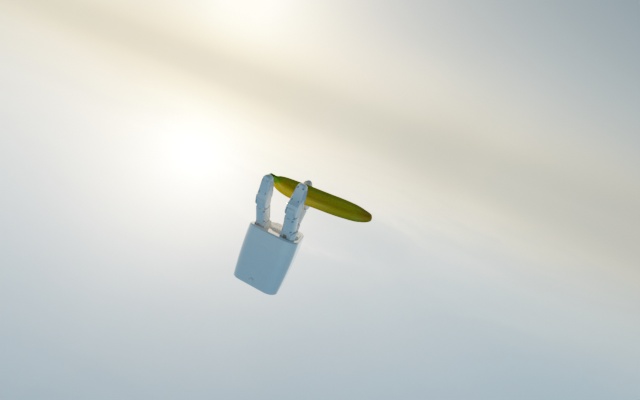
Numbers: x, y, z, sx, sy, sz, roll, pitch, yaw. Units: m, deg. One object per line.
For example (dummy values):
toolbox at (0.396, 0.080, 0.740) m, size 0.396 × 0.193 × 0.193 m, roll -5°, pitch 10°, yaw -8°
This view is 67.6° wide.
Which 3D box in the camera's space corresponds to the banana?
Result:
banana at (-0.004, -0.001, 0.859) m, size 0.198 × 0.037 × 0.069 m, roll 21°, pitch 6°, yaw -5°
